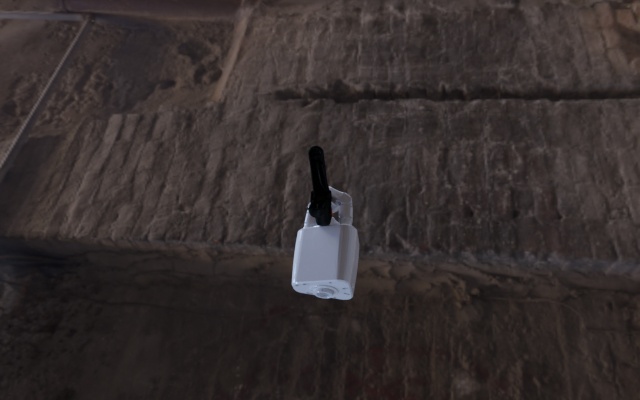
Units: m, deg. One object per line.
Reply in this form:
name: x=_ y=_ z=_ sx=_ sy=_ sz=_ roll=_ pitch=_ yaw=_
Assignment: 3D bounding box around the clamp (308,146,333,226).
clamp: x=0.000 y=0.003 z=0.806 sx=0.039 sy=0.120 sz=0.172 roll=1 pitch=-31 yaw=11
